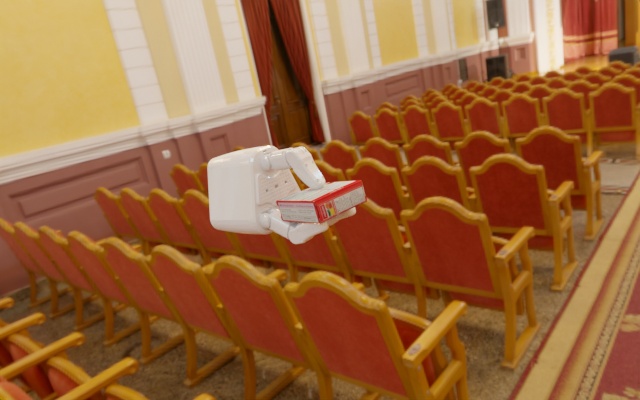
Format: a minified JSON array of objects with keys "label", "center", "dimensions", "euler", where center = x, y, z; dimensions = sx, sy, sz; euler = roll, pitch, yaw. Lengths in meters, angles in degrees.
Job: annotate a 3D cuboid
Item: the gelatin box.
[{"label":"gelatin box","center":[0.000,0.001,0.577],"dimensions":[0.073,0.030,0.089],"euler":[-24,12,-32]}]
